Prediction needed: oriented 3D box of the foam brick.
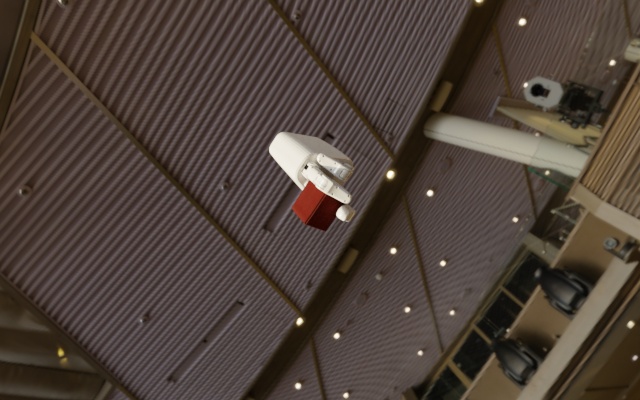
[{"bbox_3d":[0.000,0.003,0.796,0.053,0.078,0.051,26,12,-45],"label":"foam brick"}]
